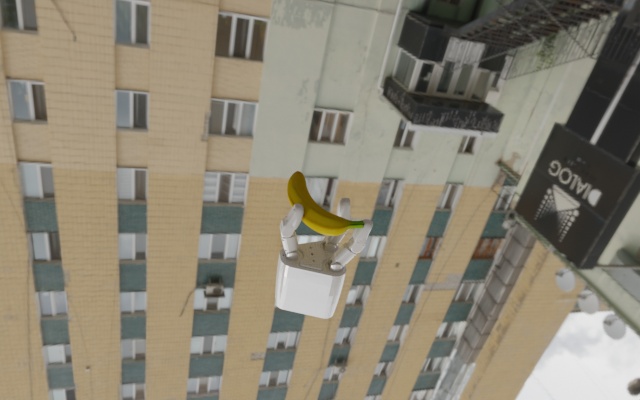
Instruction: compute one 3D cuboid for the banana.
[{"bbox_3d":[-0.013,0.008,0.803,0.069,0.037,0.197,-14,37,-32],"label":"banana"}]
